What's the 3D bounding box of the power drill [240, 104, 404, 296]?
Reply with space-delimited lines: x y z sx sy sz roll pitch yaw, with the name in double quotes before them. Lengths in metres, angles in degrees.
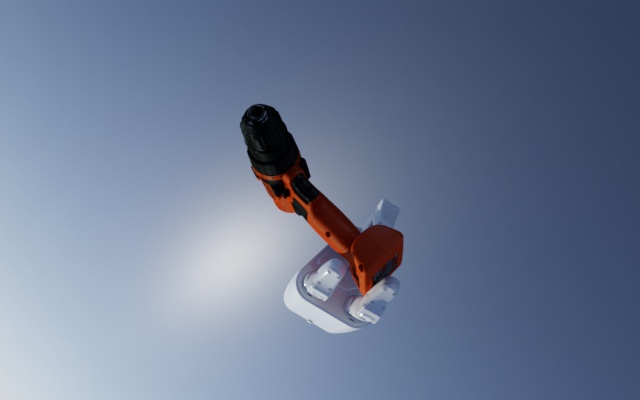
"power drill" 0.000 0.002 0.485 0.187 0.057 0.184 45 -10 24
